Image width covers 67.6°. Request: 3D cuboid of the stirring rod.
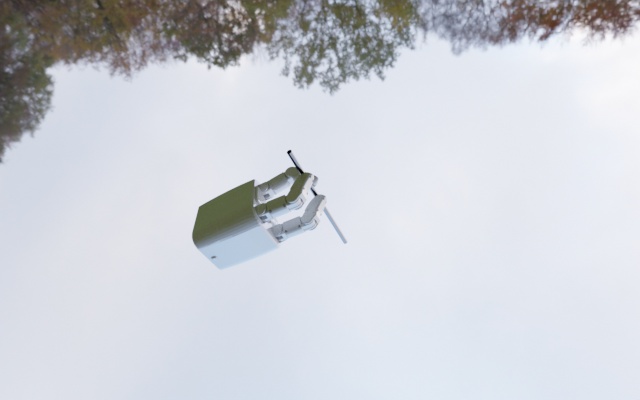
[{"bbox_3d":[0.000,0.002,0.758,0.011,0.011,0.240,0,-36,27],"label":"stirring rod"}]
